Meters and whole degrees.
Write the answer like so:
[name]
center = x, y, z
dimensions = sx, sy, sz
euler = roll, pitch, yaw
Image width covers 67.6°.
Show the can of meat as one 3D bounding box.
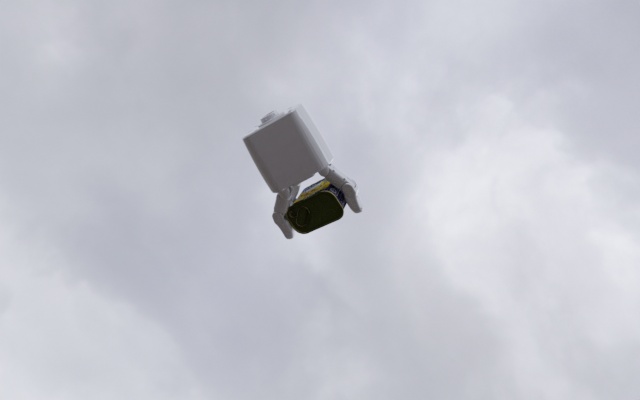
[can of meat]
center = 0.000, 0.003, 0.826
dimensions = 0.102, 0.057, 0.084
euler = -26, 17, 28
